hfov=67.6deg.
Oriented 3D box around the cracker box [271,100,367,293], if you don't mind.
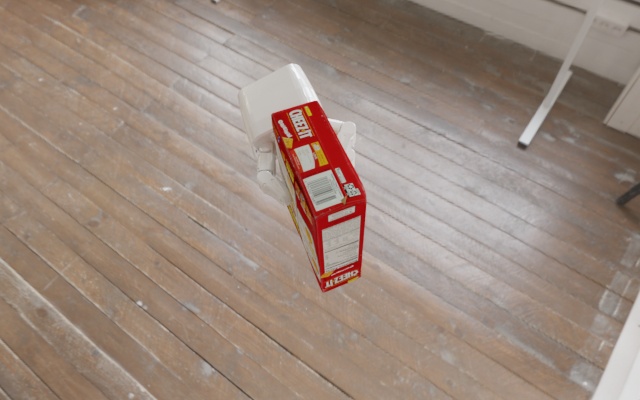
[{"bbox_3d":[0.000,0.002,0.638,0.072,0.164,0.214,-19,-31,-9],"label":"cracker box"}]
